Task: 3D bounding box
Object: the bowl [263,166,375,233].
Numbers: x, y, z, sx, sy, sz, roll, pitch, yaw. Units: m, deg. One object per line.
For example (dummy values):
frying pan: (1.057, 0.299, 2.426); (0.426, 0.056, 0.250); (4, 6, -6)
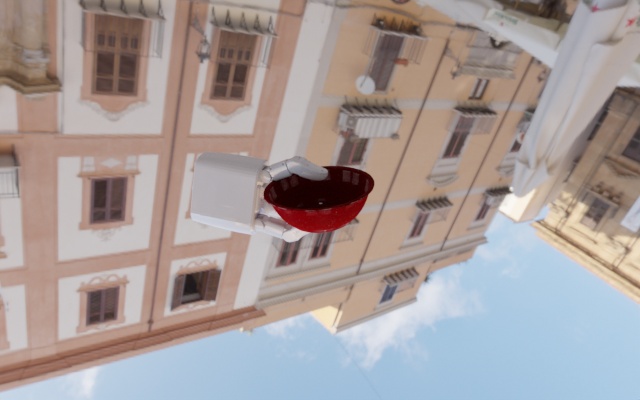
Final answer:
bowl: (0.001, 0.003, 0.699); (0.162, 0.055, 0.162); (-6, 24, 3)
